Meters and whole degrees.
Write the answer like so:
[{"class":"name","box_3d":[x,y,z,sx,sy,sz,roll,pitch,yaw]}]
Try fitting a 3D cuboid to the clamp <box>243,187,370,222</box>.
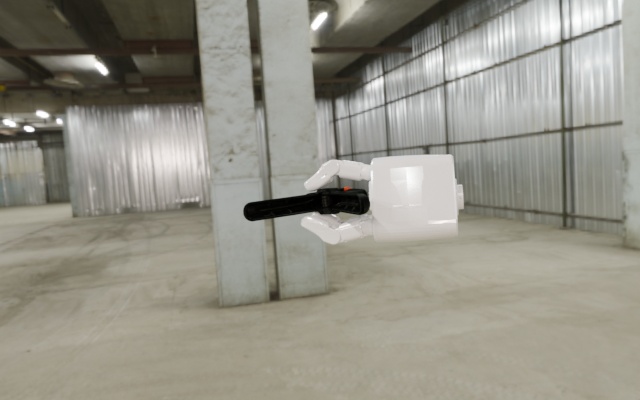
[{"class":"clamp","box_3d":[0.000,0.001,0.663,0.164,0.036,0.210,-4,4,14]}]
